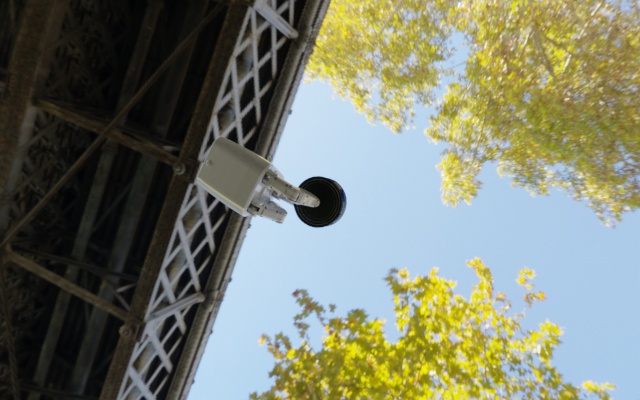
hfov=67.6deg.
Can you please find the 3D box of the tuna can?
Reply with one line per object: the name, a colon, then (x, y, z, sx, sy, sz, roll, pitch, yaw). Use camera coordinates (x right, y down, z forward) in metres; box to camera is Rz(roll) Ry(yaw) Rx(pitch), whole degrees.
tuna can: (0.000, 0.003, 0.801, 0.086, 0.086, 0.034, 0, -1, 19)
